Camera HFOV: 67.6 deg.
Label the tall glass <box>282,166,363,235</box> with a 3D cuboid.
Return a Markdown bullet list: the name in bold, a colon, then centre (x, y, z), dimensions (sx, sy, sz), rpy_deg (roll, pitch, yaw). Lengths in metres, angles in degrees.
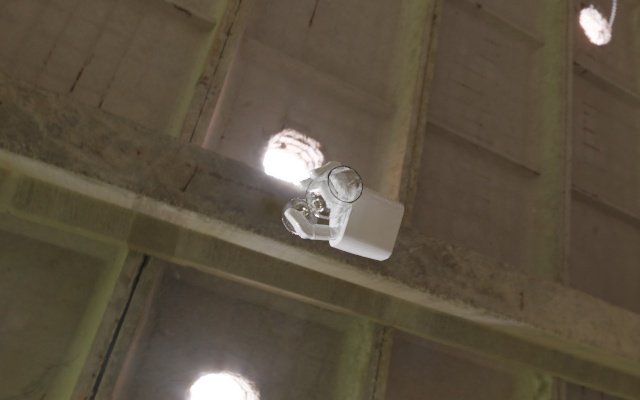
- **tall glass**: centre (0.000, 0.003, 0.832), dimensions (0.079, 0.079, 0.201), rpy_deg (0, -17, -24)
